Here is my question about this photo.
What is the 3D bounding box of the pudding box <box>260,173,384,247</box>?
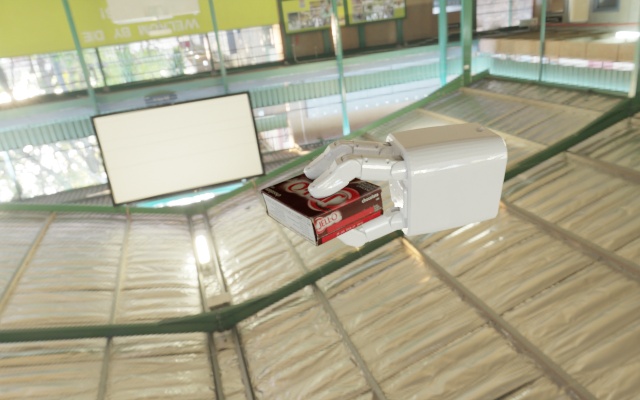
[{"bbox_3d":[0.000,0.002,0.527,0.090,0.039,0.113,-23,25,-28],"label":"pudding box"}]
